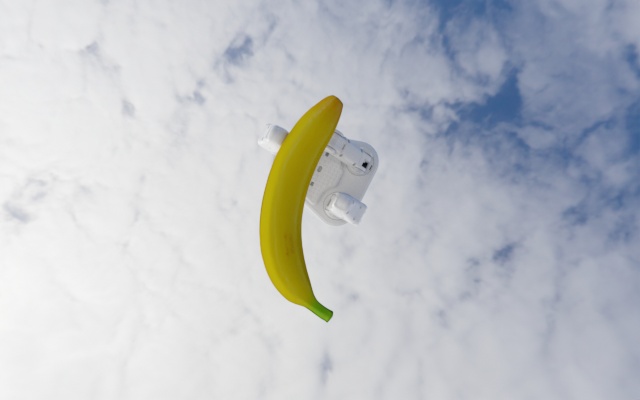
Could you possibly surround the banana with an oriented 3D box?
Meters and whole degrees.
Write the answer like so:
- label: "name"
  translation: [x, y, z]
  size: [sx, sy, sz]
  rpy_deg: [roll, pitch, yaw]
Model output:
- label: "banana"
  translation: [-0.019, 0.004, 0.423]
  size: [0.069, 0.198, 0.037]
  rpy_deg: [3, -3, 0]
